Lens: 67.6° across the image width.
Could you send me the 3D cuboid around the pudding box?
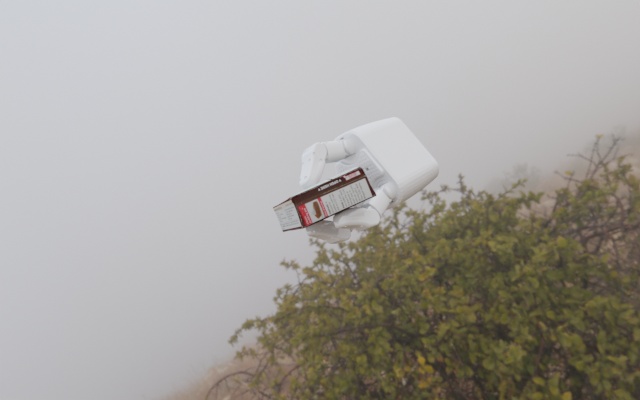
[{"bbox_3d":[0.000,0.002,0.545,0.090,0.039,0.113,-25,-1,-16],"label":"pudding box"}]
